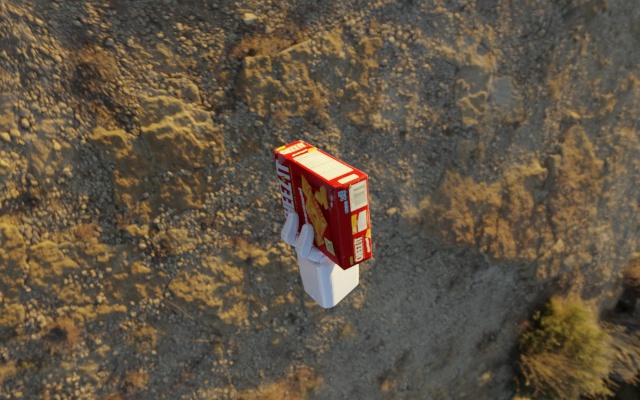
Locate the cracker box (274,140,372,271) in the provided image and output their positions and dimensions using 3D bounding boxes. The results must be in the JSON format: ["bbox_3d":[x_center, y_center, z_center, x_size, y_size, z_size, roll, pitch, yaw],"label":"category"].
[{"bbox_3d":[0.000,0.003,0.861,0.072,0.164,0.213,-22,32,-26],"label":"cracker box"}]
